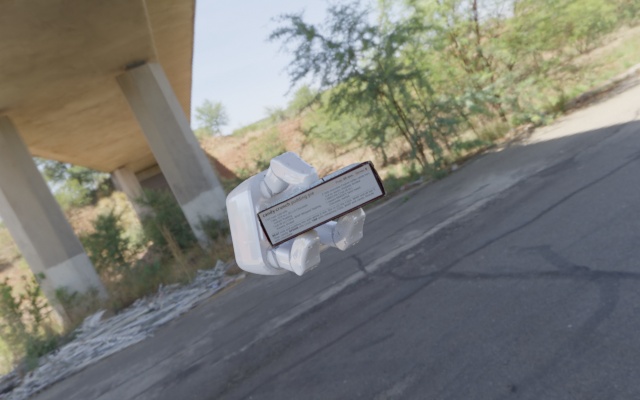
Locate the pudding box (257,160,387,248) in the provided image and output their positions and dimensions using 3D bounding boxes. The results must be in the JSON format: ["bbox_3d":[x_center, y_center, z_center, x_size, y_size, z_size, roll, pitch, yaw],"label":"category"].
[{"bbox_3d":[0.000,0.001,0.452,0.113,0.039,0.090,-27,4,1],"label":"pudding box"}]
